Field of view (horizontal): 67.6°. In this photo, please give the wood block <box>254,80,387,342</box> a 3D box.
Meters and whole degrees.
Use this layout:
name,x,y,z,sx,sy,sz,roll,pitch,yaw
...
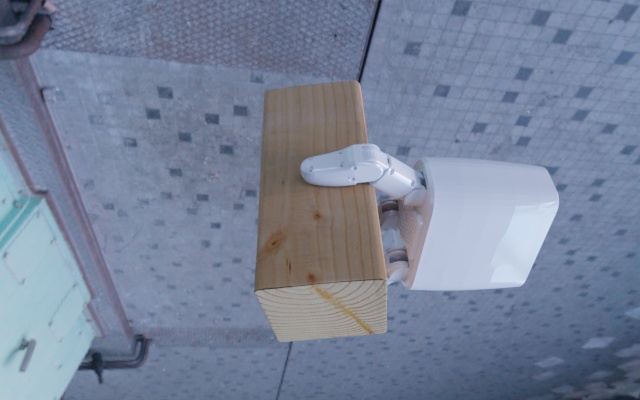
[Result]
name,x,y,z,sx,sy,sz,roll,pitch,yaw
wood block,0.000,0.001,0.408,0.090,0.206,0.091,-6,-38,3
